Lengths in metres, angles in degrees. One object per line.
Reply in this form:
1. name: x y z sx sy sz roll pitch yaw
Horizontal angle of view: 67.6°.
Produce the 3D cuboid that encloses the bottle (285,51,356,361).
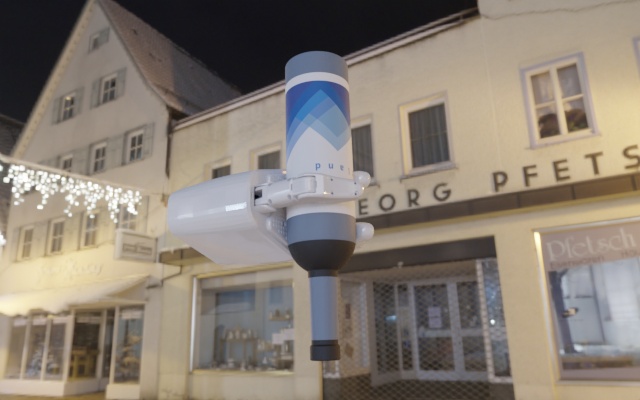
1. bottle: 0.000 0.001 0.467 0.069 0.295 0.069 -2 -15 0
